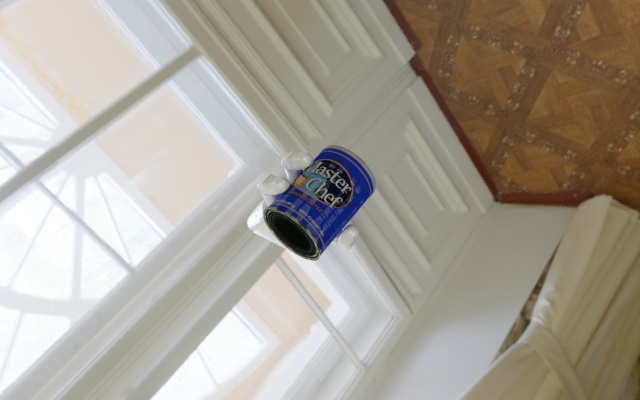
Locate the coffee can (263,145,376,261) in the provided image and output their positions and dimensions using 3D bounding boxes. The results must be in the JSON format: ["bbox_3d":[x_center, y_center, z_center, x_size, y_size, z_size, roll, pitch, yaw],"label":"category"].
[{"bbox_3d":[0.000,0.002,0.696,0.140,0.103,0.103,-48,26,-26],"label":"coffee can"}]
